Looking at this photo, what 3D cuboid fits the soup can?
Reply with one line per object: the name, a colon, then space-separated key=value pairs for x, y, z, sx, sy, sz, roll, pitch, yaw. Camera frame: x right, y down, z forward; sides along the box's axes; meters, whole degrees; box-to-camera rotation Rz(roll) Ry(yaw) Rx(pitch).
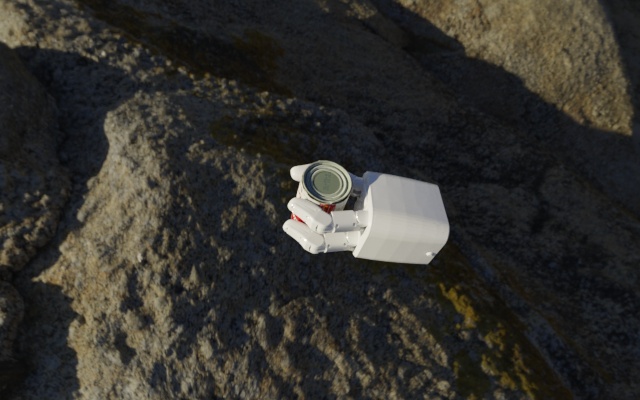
soup can: x=0.000 y=0.002 z=0.646 sx=0.068 sy=0.068 sz=0.102 roll=0 pitch=-32 yaw=-12
